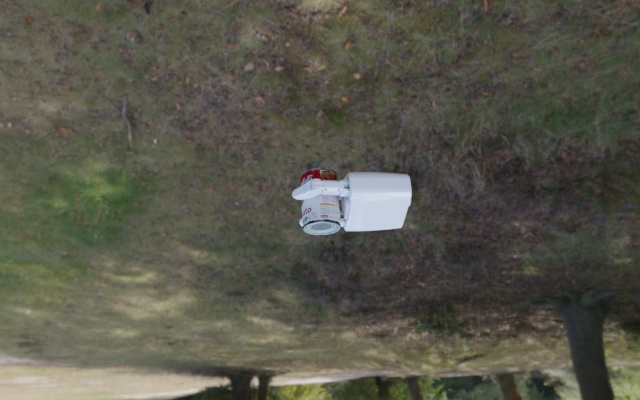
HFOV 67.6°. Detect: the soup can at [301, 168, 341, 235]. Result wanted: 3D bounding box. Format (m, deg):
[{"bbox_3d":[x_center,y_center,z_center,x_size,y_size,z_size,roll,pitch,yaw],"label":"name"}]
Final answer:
[{"bbox_3d":[0.000,0.003,0.843,0.068,0.102,0.068,-2,-24,-1],"label":"soup can"}]
